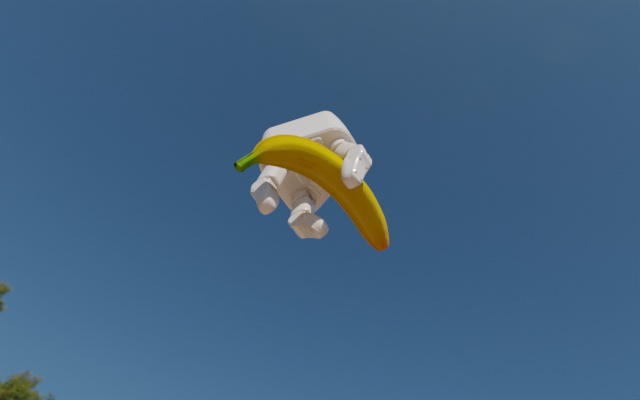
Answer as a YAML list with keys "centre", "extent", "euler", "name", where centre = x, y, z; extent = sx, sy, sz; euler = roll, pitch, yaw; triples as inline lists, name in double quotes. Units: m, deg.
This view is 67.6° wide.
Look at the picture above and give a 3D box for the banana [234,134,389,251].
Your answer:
- centre: [0.006, -0.016, 0.507]
  extent: [0.198, 0.069, 0.037]
  euler: [30, -7, -23]
  name: "banana"
